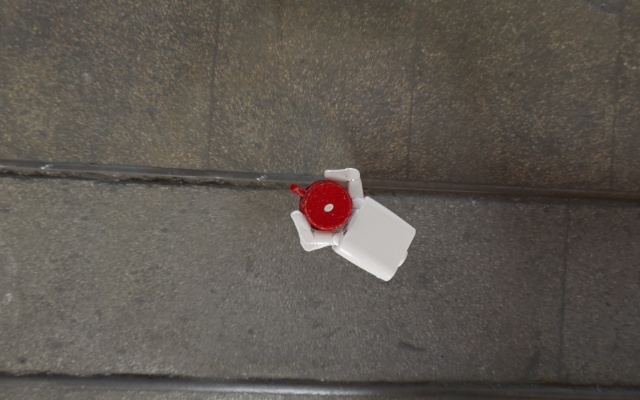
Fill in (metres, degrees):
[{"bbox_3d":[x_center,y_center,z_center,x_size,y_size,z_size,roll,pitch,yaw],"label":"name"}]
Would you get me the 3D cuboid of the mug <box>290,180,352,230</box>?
[{"bbox_3d":[-0.001,0.002,0.822,0.117,0.093,0.081,32,-2,-3],"label":"mug"}]
